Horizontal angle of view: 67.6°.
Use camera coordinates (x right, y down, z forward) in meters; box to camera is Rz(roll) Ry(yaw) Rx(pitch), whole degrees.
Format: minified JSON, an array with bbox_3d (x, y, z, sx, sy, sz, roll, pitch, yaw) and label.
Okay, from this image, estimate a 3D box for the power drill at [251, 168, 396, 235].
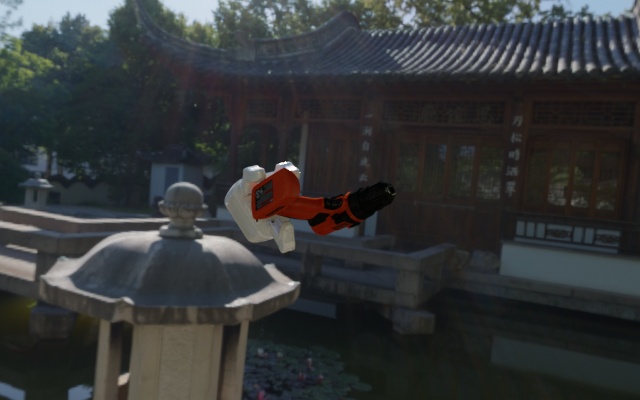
[{"bbox_3d":[0.000,0.002,0.758,0.188,0.057,0.184,15,-31,-37],"label":"power drill"}]
